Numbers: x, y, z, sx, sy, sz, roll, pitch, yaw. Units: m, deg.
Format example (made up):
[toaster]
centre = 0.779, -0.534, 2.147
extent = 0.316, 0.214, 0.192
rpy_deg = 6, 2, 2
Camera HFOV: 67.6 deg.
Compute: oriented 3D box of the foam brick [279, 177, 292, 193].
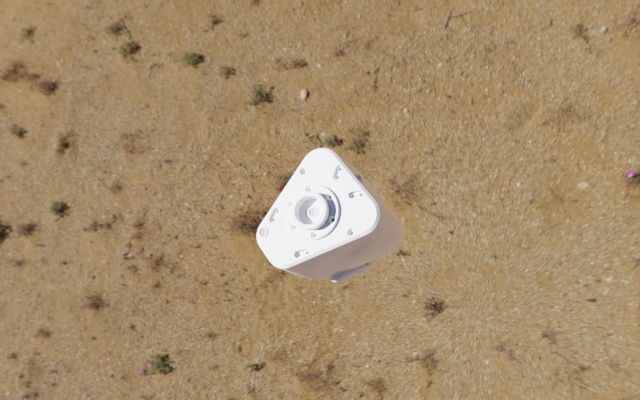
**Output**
[foam brick]
centre = 0.000, 0.002, 0.549
extent = 0.053, 0.078, 0.051
rpy_deg = -41, -22, 8
